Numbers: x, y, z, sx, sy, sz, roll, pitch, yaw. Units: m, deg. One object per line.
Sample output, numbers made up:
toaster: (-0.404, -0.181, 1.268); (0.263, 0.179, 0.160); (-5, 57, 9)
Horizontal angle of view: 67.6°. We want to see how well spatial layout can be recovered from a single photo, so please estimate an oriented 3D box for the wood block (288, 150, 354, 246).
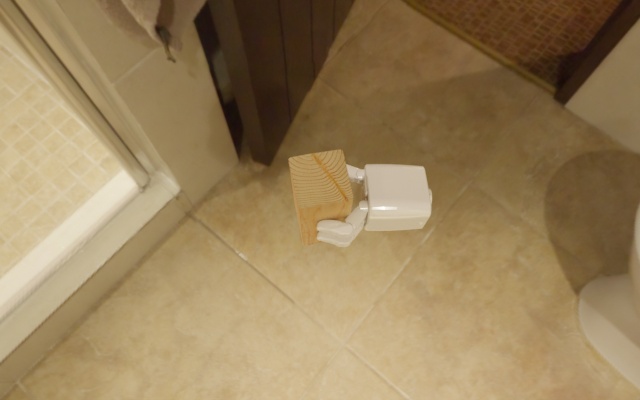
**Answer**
wood block: (0.000, 0.002, 0.838); (0.090, 0.090, 0.206); (-10, -21, -4)
